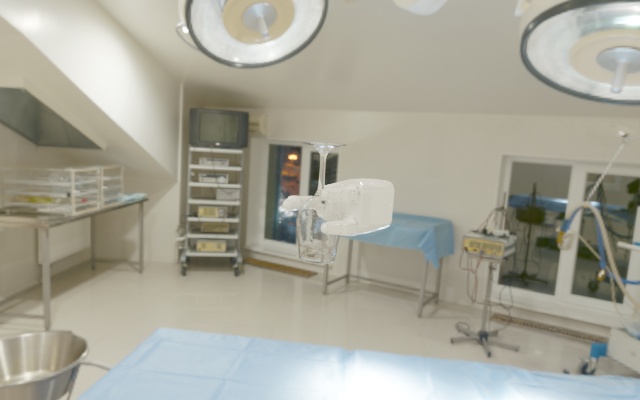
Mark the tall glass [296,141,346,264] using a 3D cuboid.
[{"bbox_3d":[0.000,0.002,0.809,0.079,0.201,0.079,4,7,0],"label":"tall glass"}]
